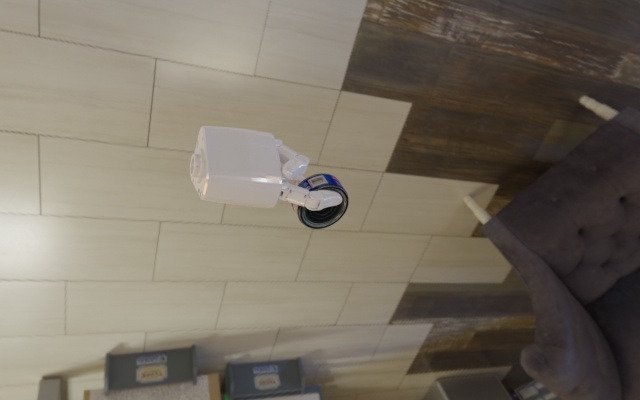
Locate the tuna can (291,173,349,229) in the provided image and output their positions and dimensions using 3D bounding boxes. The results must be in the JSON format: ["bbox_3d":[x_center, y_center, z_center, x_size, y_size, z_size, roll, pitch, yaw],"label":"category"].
[{"bbox_3d":[0.000,0.003,0.741,0.086,0.086,0.033,0,35,-27],"label":"tuna can"}]
